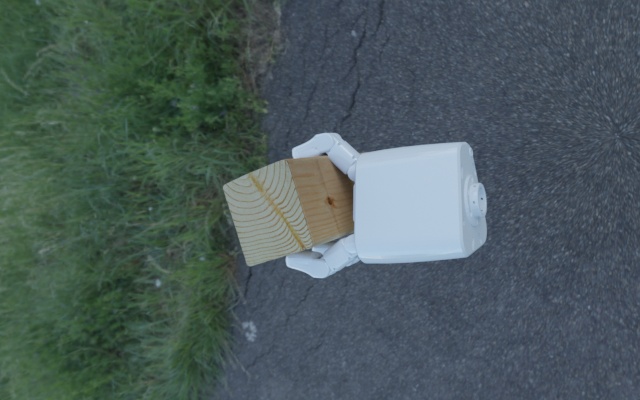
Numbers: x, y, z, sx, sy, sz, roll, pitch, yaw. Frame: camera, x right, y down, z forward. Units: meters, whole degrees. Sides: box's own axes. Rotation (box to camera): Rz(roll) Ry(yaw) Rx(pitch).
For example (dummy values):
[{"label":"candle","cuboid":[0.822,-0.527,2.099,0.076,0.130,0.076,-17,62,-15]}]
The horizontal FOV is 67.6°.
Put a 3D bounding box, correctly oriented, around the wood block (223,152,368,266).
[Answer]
[{"label":"wood block","cuboid":[0.000,0.001,0.555,0.090,0.091,0.206,-20,-4,32]}]
